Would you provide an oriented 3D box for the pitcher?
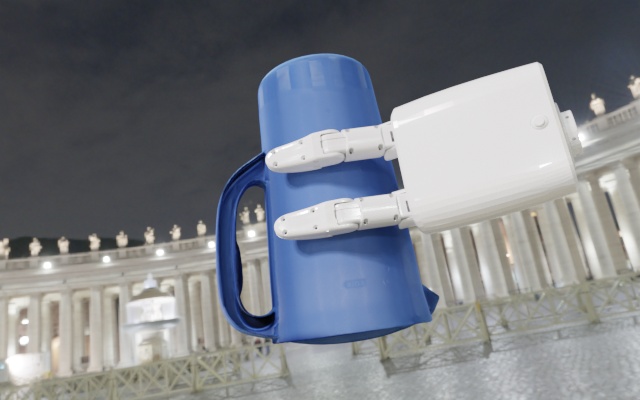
[{"bbox_3d":[0.000,0.001,0.421,0.145,0.242,0.149,-17,-17,28],"label":"pitcher"}]
